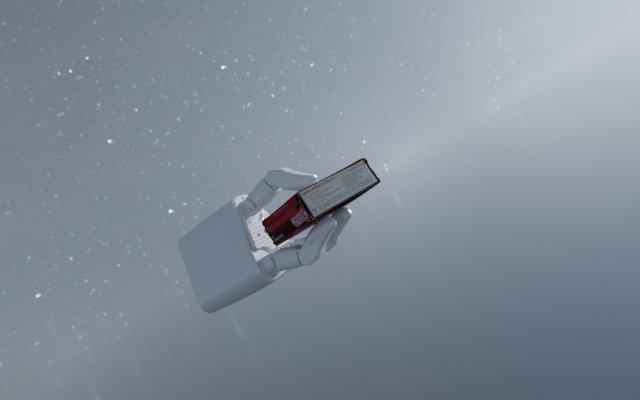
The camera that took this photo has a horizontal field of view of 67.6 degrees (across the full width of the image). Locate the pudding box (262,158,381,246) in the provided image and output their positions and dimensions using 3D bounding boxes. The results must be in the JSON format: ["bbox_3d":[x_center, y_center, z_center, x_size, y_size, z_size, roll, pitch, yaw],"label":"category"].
[{"bbox_3d":[0.000,0.002,0.539,0.113,0.039,0.090,-31,-2,-38],"label":"pudding box"}]
